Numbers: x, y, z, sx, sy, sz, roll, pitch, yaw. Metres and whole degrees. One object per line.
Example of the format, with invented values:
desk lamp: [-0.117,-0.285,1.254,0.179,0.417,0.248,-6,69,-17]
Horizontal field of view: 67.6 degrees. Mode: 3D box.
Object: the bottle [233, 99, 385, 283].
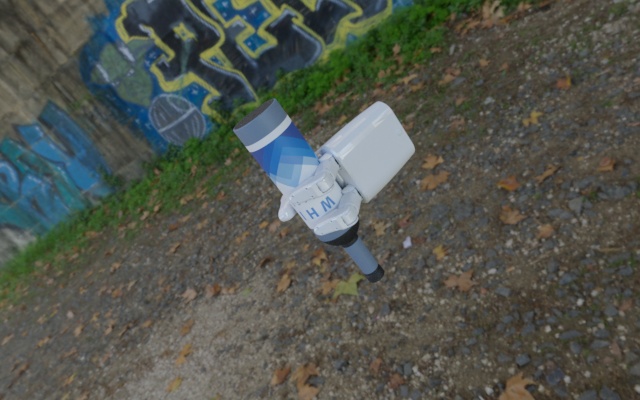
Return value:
bottle: [0.000,0.002,0.647,0.069,0.296,0.069,-31,22,14]
